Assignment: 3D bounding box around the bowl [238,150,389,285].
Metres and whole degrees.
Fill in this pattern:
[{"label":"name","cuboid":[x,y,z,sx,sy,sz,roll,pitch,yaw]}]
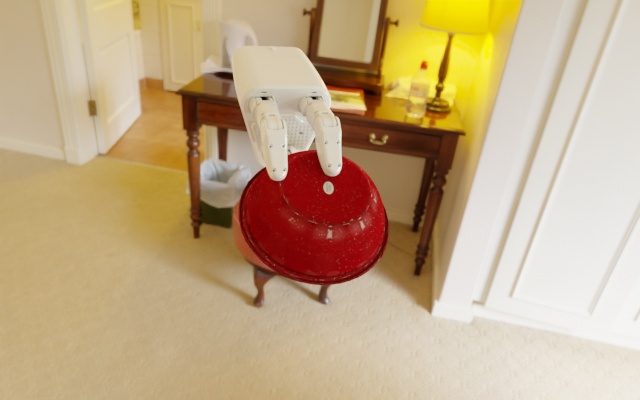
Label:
[{"label":"bowl","cuboid":[0.001,0.002,0.483,0.162,0.162,0.055,0,-35,-15]}]
